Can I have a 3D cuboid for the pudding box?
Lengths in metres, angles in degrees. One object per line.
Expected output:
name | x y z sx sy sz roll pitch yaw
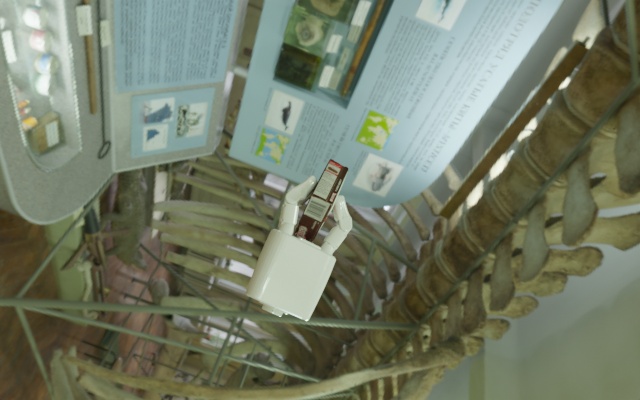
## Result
pudding box | 0.000 0.003 0.772 0.039 0.090 0.114 27 -41 -2
